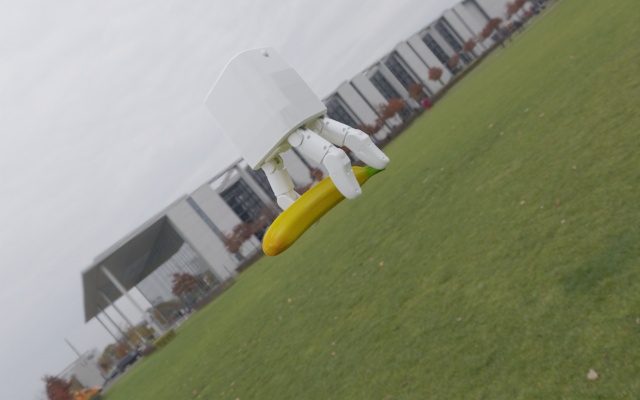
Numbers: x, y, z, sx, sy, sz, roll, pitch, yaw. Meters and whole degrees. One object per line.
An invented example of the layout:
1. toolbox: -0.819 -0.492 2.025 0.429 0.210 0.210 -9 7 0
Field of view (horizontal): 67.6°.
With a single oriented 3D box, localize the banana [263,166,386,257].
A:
1. banana: -0.006 0.006 0.563 0.197 0.037 0.070 -39 3 -33
